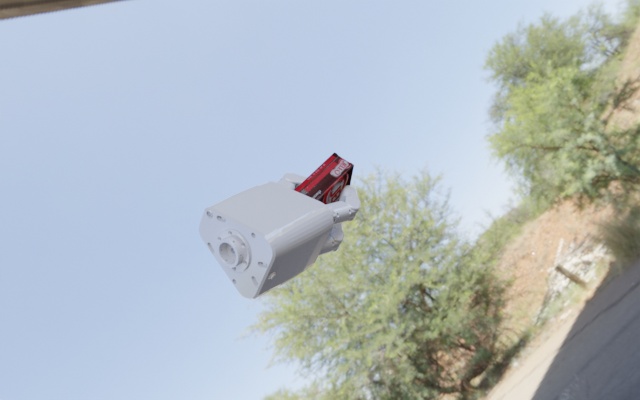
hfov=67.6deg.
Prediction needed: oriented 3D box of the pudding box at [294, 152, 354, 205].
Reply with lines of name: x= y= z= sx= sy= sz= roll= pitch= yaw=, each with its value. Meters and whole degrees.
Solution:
pudding box: x=0.000 y=0.002 z=0.645 sx=0.039 sy=0.090 sz=0.114 roll=38 pitch=-28 yaw=17
